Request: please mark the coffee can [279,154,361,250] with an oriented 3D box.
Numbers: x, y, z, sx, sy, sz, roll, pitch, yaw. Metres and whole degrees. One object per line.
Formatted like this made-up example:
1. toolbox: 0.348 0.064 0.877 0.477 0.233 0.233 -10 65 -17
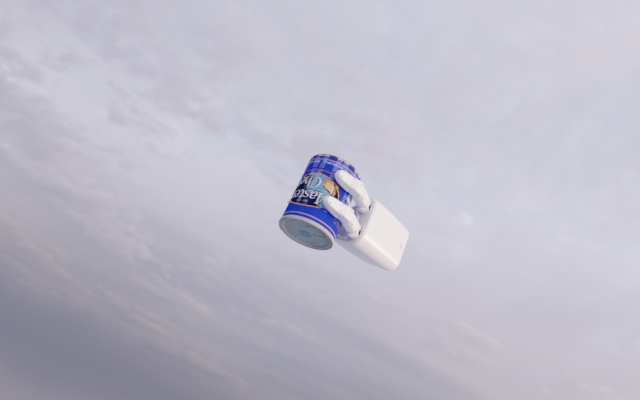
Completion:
1. coffee can: 0.000 0.003 0.851 0.103 0.140 0.103 19 -28 11
